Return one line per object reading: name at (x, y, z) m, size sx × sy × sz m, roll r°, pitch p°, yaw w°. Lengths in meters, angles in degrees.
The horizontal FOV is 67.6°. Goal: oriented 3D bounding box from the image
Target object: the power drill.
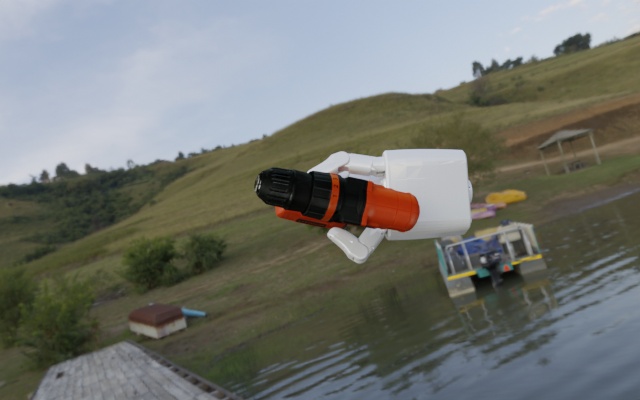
power drill at (0.000, 0.002, 0.577) m, size 0.184 × 0.057 × 0.187 m, roll 13°, pitch -4°, yaw -16°
